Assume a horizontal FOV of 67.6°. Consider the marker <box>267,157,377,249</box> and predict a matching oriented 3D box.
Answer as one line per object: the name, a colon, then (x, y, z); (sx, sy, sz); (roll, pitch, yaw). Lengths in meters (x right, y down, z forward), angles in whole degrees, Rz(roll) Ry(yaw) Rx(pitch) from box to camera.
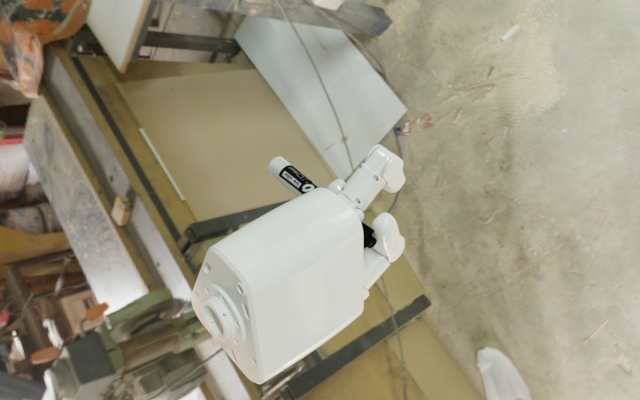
marker: (0.000, 0.001, 0.402); (0.121, 0.020, 0.020); (39, 21, 28)
